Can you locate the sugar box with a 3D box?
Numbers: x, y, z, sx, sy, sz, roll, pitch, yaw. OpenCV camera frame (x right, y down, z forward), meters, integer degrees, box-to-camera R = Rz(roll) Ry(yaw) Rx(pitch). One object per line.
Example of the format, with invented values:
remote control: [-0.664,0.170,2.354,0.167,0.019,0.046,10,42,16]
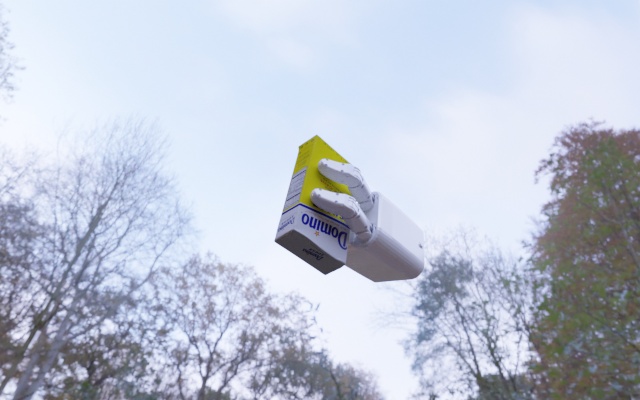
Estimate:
sugar box: [0.001,0.002,0.647,0.093,0.176,0.048,37,-50,-27]
